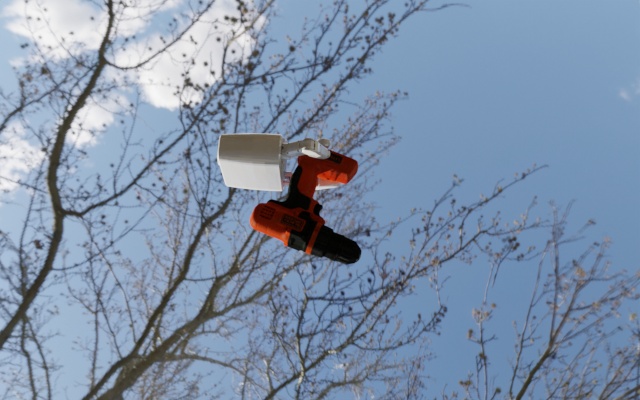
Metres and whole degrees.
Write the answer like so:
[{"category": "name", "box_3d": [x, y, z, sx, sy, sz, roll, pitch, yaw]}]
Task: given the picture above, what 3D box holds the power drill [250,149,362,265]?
[{"category": "power drill", "box_3d": [0.000, 0.002, 0.789, 0.184, 0.187, 0.057, 22, -35, 2]}]
